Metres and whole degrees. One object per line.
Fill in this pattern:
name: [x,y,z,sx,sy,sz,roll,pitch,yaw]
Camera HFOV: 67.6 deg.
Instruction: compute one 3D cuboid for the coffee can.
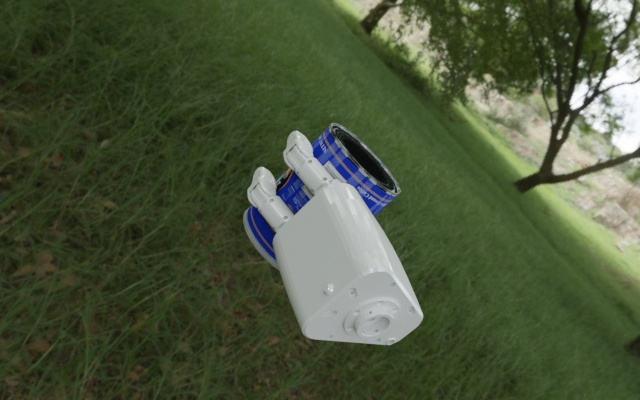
coffee can: [0.000,0.002,0.516,0.140,0.102,0.103,-44,-17,18]
